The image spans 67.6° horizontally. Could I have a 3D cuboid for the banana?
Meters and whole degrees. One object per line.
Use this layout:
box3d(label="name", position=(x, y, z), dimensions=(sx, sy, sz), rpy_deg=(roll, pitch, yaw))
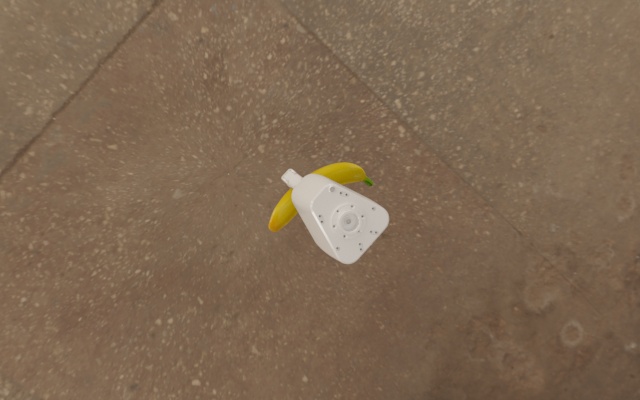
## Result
box3d(label="banana", position=(-0.003, -0.015, 0.787), dimensions=(0.198, 0.070, 0.037), rpy_deg=(-24, 20, -12))
